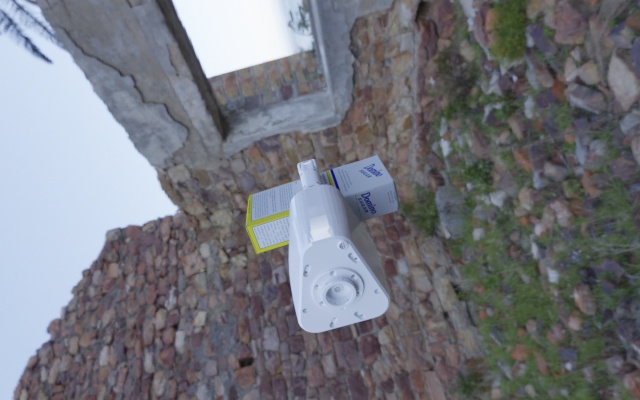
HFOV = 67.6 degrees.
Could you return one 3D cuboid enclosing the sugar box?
[{"bbox_3d":[0.000,0.002,0.583,0.176,0.048,0.093,-15,26,1],"label":"sugar box"}]
